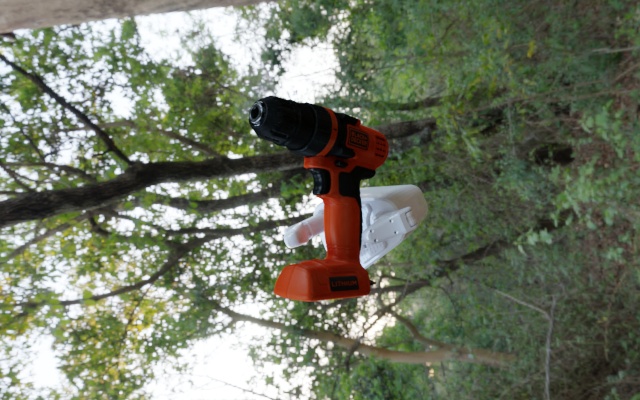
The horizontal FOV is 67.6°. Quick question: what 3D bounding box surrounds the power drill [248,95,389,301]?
[{"bbox_3d":[0.000,0.002,0.472,0.057,0.187,0.184,2,-5,44],"label":"power drill"}]
